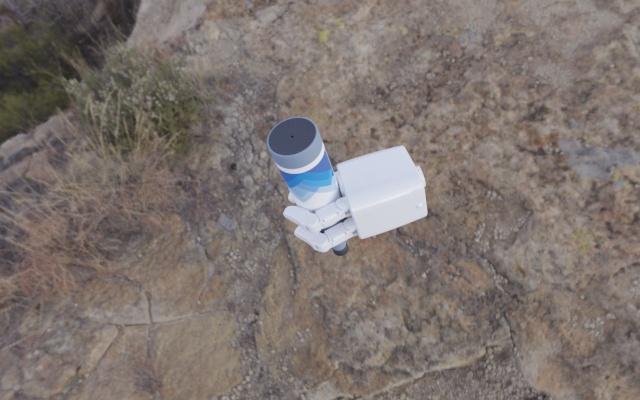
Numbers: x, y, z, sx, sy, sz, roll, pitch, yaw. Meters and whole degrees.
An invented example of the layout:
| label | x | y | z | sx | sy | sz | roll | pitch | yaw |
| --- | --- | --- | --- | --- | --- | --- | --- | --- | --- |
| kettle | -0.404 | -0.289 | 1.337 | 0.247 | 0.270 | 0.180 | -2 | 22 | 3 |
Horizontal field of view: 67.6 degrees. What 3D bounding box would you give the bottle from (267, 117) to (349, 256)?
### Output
| label | x | y | z | sx | sy | sz | roll | pitch | yaw |
| --- | --- | --- | --- | --- | --- | --- | --- | --- | --- |
| bottle | 0.000 | 0.002 | 0.709 | 0.069 | 0.069 | 0.296 | 0 | -34 | 17 |
